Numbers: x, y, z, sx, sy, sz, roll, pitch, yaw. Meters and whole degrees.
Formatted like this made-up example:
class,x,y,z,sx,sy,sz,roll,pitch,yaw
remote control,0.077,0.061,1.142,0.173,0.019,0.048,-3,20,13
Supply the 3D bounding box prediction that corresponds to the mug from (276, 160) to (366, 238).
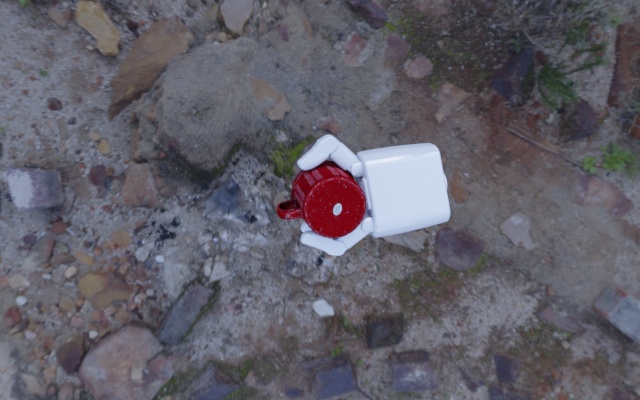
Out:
class,x,y,z,sx,sy,sz,roll,pitch,yaw
mug,-0.001,0.002,0.622,0.117,0.093,0.081,-11,16,-7
